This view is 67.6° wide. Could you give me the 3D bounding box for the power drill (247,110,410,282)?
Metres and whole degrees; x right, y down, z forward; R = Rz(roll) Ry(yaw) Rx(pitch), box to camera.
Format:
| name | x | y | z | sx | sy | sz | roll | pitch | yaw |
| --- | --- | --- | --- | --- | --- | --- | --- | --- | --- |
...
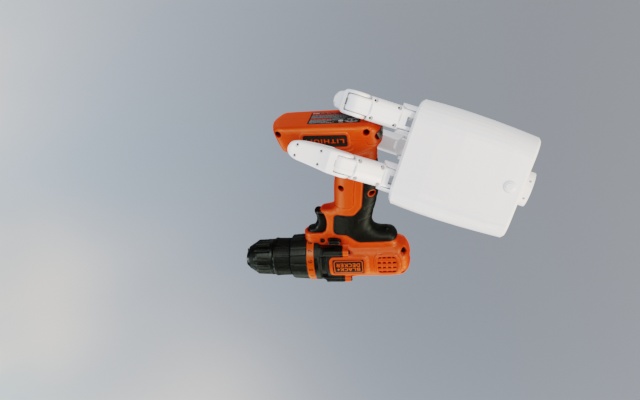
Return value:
| name | x | y | z | sx | sy | sz | roll | pitch | yaw |
| --- | --- | --- | --- | --- | --- | --- | --- | --- | --- |
| power drill | 0.000 | 0.001 | 0.505 | 0.184 | 0.188 | 0.057 | -3 | 29 | 7 |
